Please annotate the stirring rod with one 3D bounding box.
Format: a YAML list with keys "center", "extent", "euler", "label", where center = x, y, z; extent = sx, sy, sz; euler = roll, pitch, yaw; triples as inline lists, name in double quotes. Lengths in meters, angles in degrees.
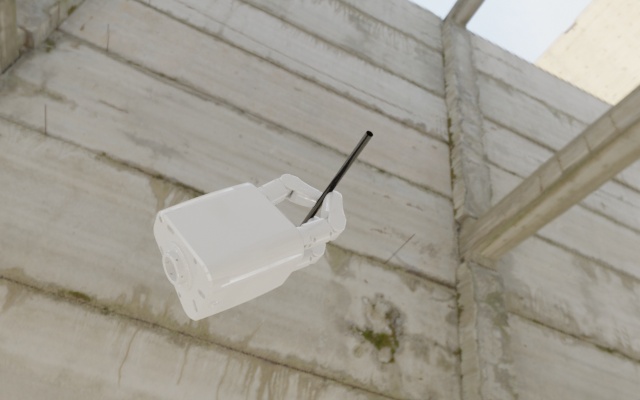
- center: [0.000, 0.002, 0.559]
  extent: [0.011, 0.011, 0.240]
  euler: [0, -34, -29]
  label: "stirring rod"
